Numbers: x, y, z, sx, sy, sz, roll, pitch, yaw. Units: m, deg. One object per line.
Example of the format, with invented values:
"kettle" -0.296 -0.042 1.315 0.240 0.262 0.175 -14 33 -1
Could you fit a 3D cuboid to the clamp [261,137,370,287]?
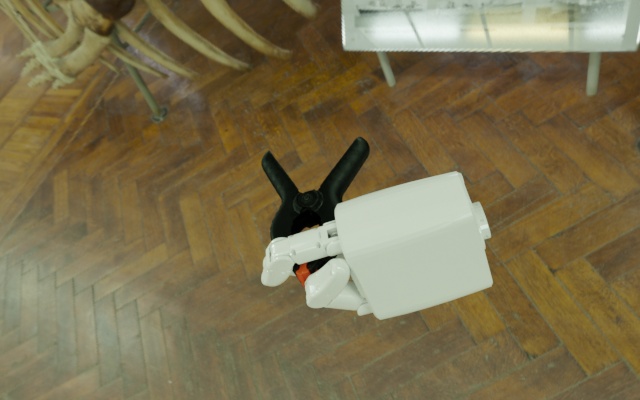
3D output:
"clamp" 0.000 0.001 0.480 0.120 0.171 0.039 -18 -37 13
